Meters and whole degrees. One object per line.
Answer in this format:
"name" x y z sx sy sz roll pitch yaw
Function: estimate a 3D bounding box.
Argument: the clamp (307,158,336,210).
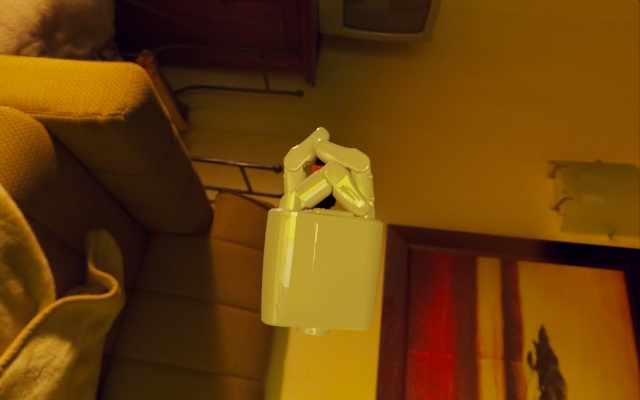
"clamp" 0.001 0.002 0.564 0.039 0.120 0.171 5 -5 3
